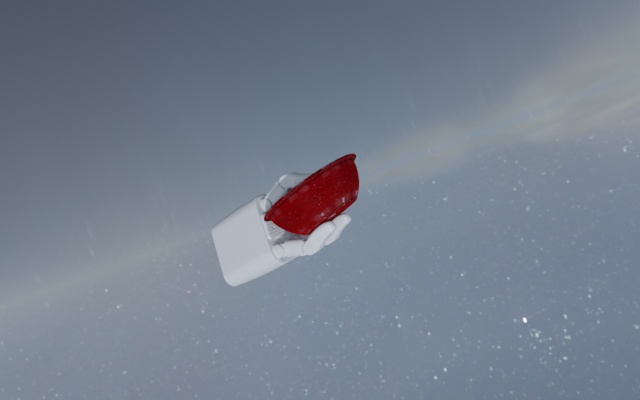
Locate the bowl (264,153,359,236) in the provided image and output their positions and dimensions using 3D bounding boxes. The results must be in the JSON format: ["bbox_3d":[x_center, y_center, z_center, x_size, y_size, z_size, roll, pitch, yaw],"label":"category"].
[{"bbox_3d":[0.001,0.002,0.682,0.162,0.055,0.162,-35,-7,-5],"label":"bowl"}]
